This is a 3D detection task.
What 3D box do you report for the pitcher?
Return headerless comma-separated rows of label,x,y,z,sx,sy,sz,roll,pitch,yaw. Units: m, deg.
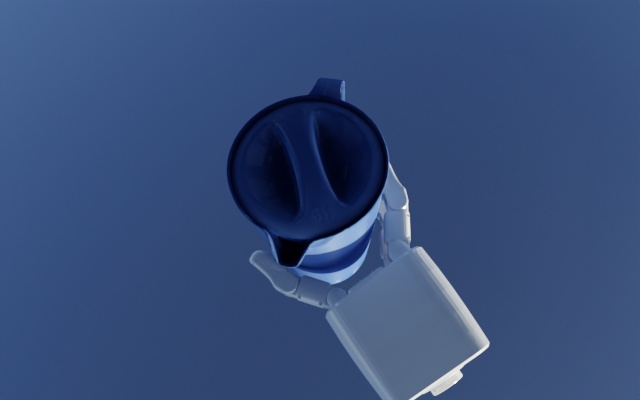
pitcher,0.000,0.002,0.498,0.149,0.145,0.243,-34,-20,-9
